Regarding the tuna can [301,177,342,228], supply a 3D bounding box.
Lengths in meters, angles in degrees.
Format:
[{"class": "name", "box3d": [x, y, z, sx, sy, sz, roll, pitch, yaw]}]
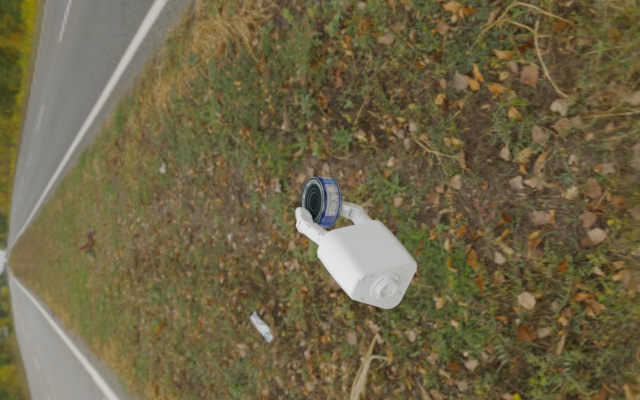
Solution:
[{"class": "tuna can", "box3d": [0.000, 0.003, 0.802, 0.034, 0.086, 0.086, 3, -2, -28]}]
